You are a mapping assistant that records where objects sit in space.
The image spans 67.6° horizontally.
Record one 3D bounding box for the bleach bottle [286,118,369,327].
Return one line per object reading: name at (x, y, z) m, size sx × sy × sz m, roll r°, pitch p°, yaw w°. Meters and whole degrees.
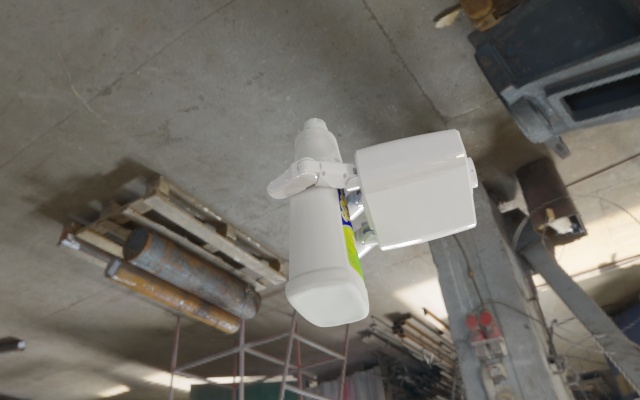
bleach bottle at (0.000, 0.002, 0.524) m, size 0.068 × 0.250 × 0.103 m, roll -14°, pitch -37°, yaw 12°
